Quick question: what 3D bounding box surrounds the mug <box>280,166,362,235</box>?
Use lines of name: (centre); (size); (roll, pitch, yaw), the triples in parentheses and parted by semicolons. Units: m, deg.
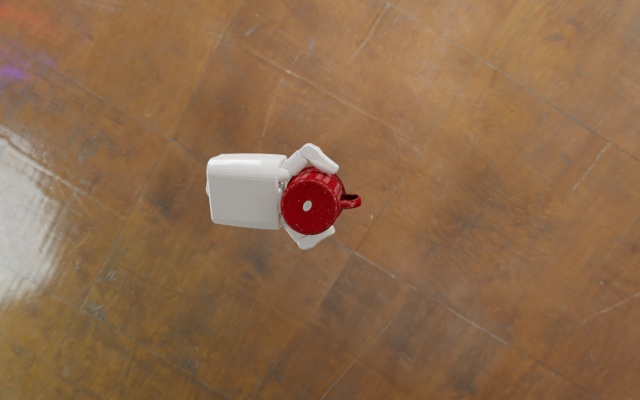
mug: (0.002, 0.002, 0.685); (0.117, 0.093, 0.081); (3, 12, 5)
